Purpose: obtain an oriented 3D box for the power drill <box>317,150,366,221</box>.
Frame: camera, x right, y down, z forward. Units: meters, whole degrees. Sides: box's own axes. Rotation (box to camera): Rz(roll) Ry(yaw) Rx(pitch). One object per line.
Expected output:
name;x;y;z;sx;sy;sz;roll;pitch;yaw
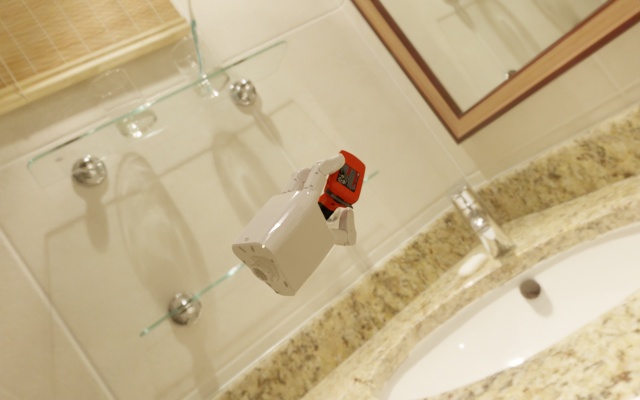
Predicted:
power drill;0.000;0.003;0.807;0.057;0.184;0.188;31;-50;-12
